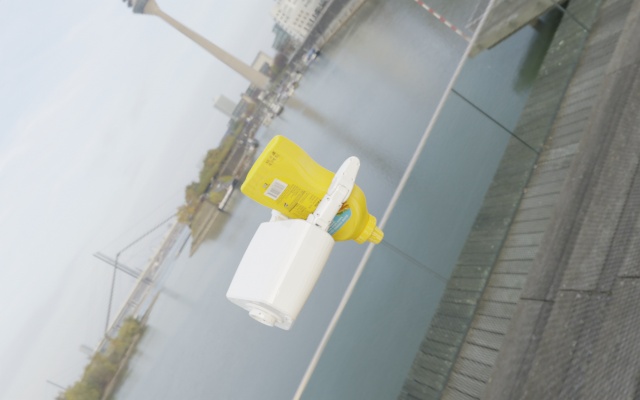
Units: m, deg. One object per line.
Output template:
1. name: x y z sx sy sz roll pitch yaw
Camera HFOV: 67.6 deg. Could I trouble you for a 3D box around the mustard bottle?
1. mustard bottle: 0.000 0.002 0.616 0.191 0.058 0.096 32 -50 -13
